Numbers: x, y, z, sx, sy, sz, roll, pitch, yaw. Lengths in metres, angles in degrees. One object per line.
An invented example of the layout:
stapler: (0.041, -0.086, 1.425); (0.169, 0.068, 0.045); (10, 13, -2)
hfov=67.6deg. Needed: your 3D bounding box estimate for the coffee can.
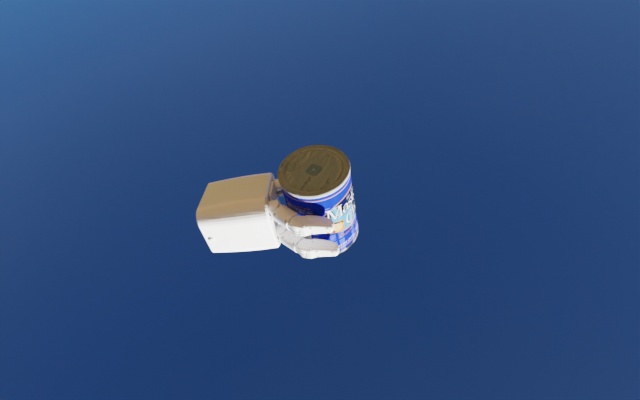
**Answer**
coffee can: (0.000, 0.002, 0.715); (0.103, 0.102, 0.140); (0, -42, 11)
